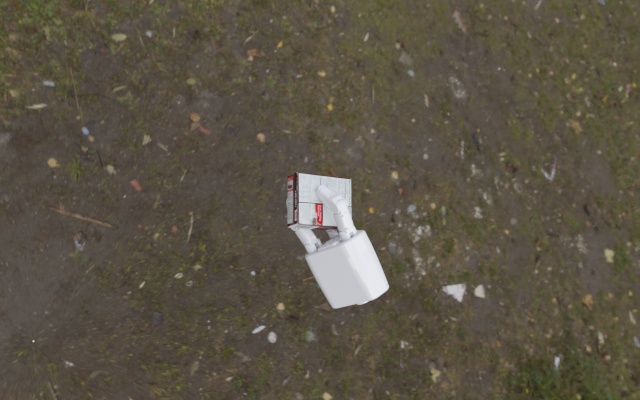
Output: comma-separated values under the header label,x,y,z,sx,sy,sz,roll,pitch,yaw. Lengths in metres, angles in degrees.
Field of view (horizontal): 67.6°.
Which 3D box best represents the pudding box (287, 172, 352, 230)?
label,x,y,z,sx,sy,sz,roll,pitch,yaw
pudding box,0.000,0.003,0.810,0.113,0.090,0.039,6,-12,-32
